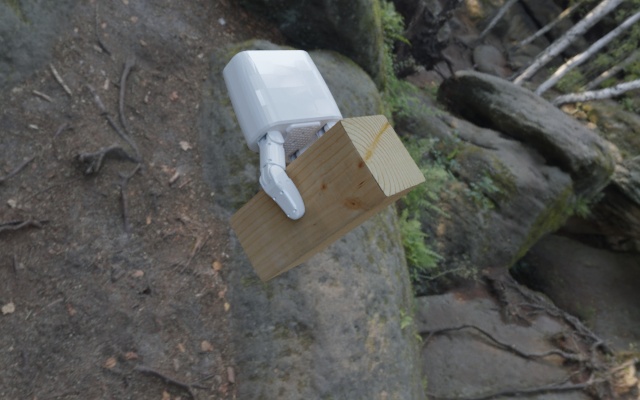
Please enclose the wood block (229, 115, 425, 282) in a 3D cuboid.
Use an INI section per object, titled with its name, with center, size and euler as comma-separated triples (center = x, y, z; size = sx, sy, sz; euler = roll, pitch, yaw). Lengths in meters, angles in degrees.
[wood block]
center = 0.000, 0.001, 0.543
size = 0.206, 0.090, 0.091
euler = -38, -12, 37
